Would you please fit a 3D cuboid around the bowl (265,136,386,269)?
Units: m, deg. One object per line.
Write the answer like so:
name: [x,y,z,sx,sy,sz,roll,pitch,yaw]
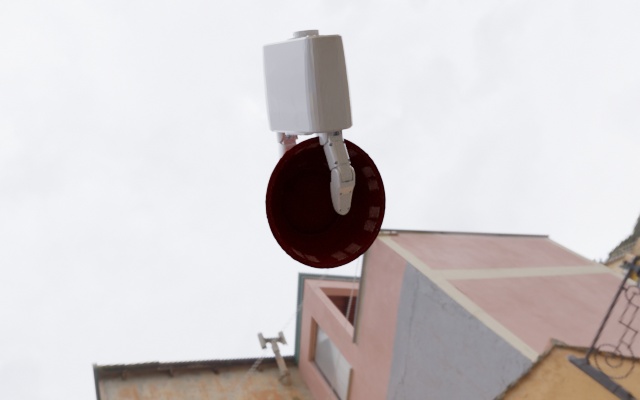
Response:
bowl: [0.000,0.003,0.598,0.162,0.162,0.055,0,1,-25]
